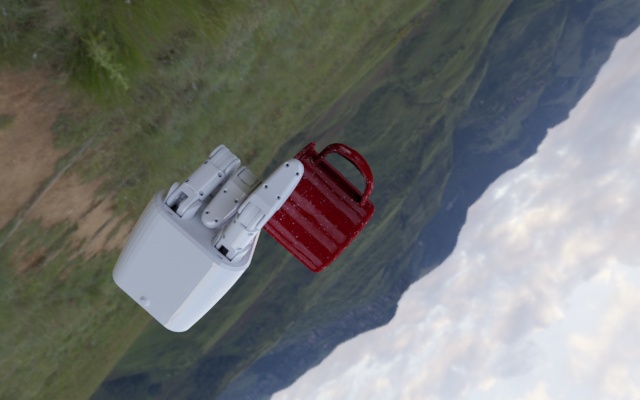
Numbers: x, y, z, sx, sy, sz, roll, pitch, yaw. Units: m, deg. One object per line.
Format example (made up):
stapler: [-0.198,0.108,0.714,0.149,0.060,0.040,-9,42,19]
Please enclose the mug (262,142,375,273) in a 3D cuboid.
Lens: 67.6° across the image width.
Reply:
mug: [0.001,0.001,0.417,0.117,0.081,0.093,-48,0,31]
